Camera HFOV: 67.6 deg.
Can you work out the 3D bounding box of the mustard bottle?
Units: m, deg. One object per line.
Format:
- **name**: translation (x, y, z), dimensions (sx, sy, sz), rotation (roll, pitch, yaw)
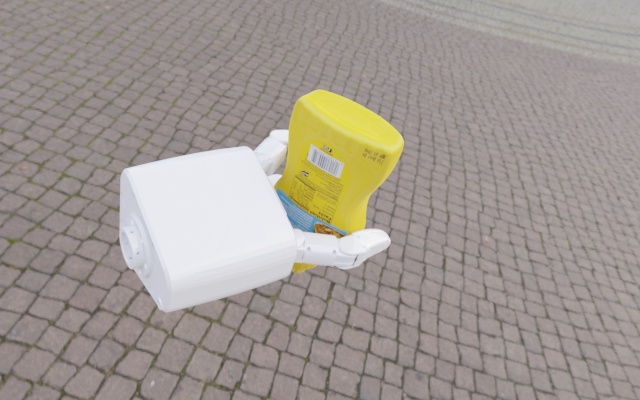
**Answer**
- **mustard bottle**: translation (0.000, 0.001, 0.449), dimensions (0.096, 0.192, 0.058), rotation (32, 40, 14)
